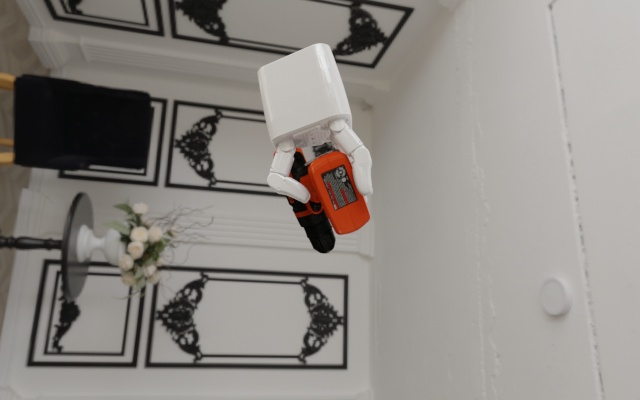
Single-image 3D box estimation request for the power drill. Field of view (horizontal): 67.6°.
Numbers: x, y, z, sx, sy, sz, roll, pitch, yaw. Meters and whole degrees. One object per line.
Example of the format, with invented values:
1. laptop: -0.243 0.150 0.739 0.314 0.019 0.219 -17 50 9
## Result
1. power drill: 0.000 0.002 0.687 0.057 0.184 0.187 -28 11 -18
